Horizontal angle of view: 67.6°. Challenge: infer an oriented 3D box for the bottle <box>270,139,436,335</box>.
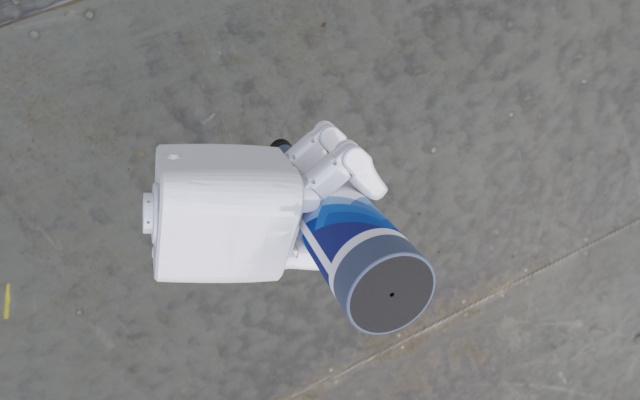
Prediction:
[{"bbox_3d":[0.000,0.002,0.442,0.069,0.069,0.295,0,25,-21],"label":"bottle"}]
